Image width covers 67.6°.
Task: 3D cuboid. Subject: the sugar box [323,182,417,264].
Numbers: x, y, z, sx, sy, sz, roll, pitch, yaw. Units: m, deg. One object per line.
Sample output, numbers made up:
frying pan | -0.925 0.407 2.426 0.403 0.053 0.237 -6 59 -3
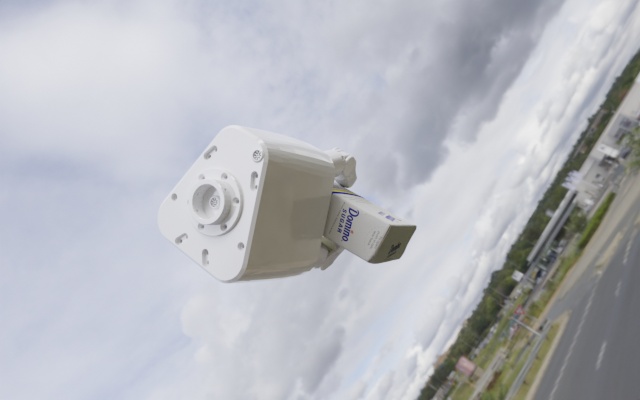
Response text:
sugar box | 0.000 0.002 0.473 0.176 0.048 0.093 32 10 24
